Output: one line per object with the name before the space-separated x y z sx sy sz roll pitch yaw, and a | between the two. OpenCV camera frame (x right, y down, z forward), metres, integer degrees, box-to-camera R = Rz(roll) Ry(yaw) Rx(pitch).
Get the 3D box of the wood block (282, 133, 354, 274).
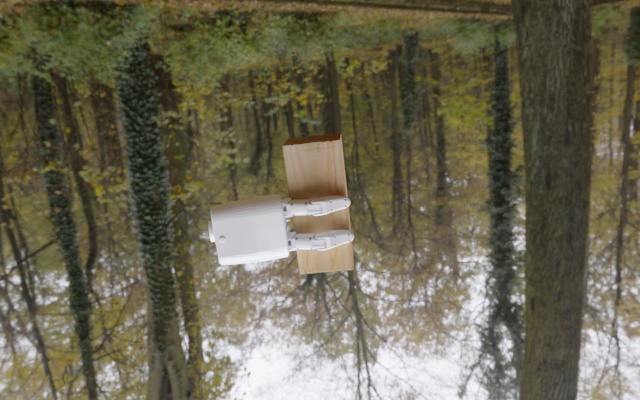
wood block | 0.000 0.003 0.770 0.090 0.206 0.090 -6 15 4
